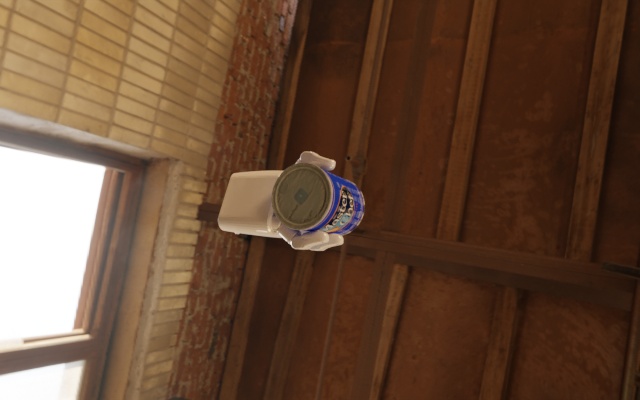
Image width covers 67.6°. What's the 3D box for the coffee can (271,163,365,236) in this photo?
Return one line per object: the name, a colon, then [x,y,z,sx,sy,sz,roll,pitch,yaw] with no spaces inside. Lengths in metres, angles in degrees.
coffee can: [0.000,0.002,0.778,0.103,0.103,0.140,0,-8,26]
